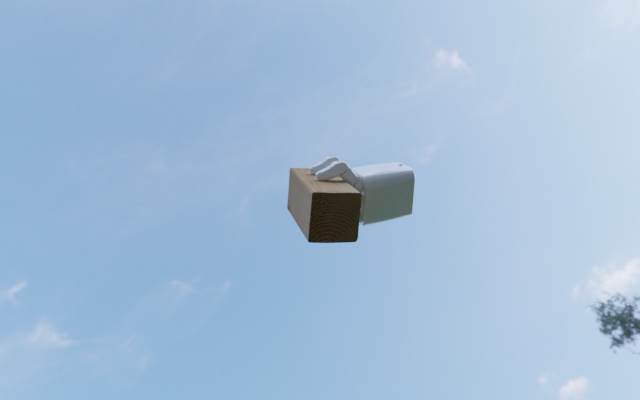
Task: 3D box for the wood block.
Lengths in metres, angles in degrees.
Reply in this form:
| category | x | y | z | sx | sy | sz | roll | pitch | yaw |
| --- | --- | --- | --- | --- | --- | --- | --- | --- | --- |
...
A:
| category | x | y | z | sx | sy | sz | roll | pitch | yaw |
| --- | --- | --- | --- | --- | --- | --- | --- | --- | --- |
| wood block | 0.000 | 0.003 | 0.899 | 0.090 | 0.091 | 0.206 | 0 | 15 | -14 |
